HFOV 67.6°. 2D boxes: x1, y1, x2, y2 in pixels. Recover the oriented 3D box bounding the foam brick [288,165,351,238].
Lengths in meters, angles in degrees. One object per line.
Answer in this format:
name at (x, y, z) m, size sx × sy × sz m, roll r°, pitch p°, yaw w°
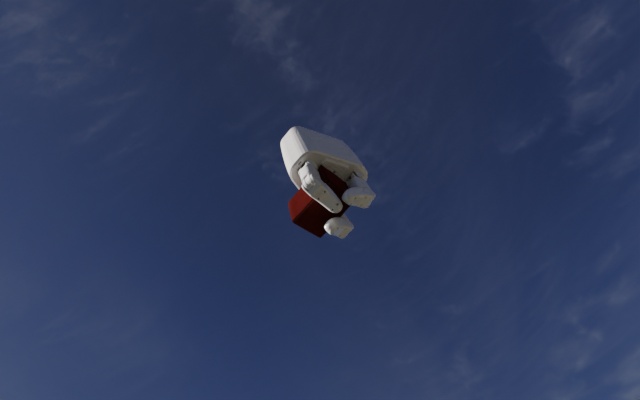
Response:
foam brick at (0.000, 0.002, 0.669) m, size 0.053 × 0.078 × 0.051 m, roll 34°, pitch 17°, yaw -29°
